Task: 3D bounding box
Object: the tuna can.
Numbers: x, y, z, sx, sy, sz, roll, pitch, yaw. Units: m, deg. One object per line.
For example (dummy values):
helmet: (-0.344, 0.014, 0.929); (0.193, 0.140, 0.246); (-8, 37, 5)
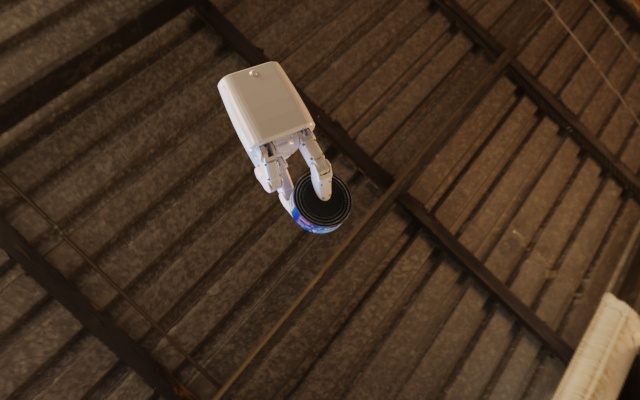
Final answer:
tuna can: (0.000, 0.002, 0.668); (0.086, 0.086, 0.034); (0, -22, -17)
